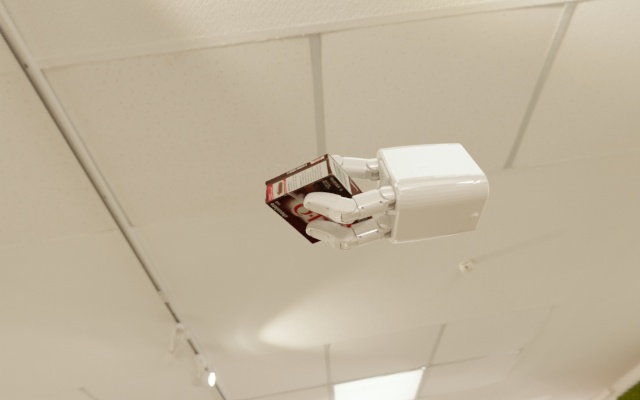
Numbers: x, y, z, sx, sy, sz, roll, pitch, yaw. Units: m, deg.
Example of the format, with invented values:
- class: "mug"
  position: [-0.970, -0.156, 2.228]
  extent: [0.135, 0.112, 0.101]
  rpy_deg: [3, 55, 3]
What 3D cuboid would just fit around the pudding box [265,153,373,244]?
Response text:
- class: "pudding box"
  position: [0.000, 0.002, 0.579]
  extent: [0.090, 0.039, 0.113]
  rpy_deg: [-24, -43, 19]
